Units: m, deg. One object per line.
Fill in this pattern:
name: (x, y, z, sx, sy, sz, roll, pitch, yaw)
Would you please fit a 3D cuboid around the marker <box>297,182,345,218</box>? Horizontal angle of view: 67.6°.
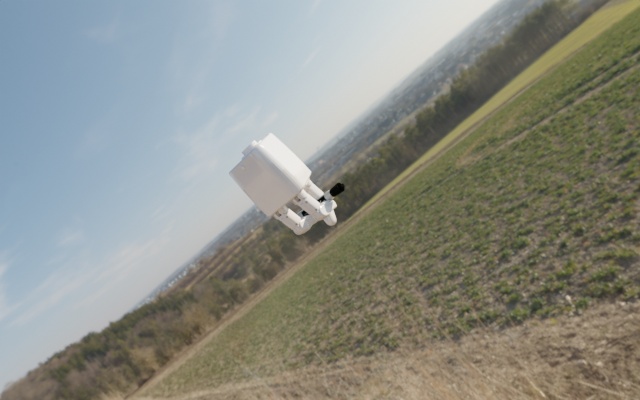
marker: (0.000, 0.003, 0.877, 0.020, 0.020, 0.121, 0, -29, -49)
